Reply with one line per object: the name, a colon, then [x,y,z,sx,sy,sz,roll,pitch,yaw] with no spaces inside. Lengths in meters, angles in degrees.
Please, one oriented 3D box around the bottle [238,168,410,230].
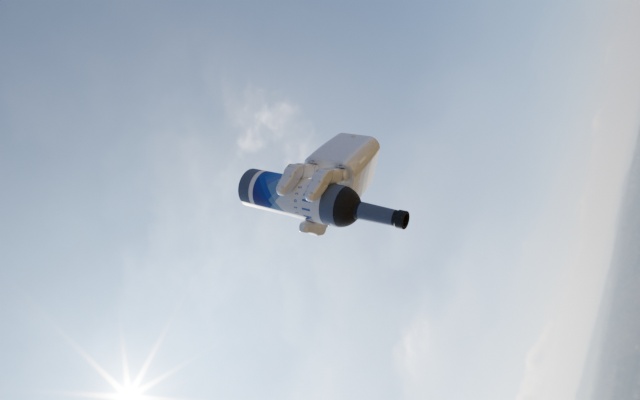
bottle: [0.000,0.003,0.761,0.295,0.069,0.069,12,6,32]
